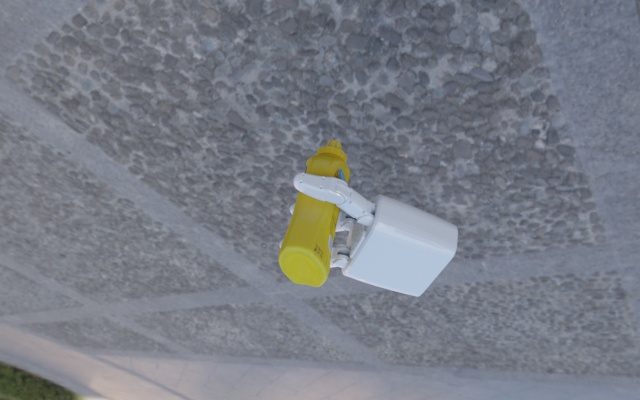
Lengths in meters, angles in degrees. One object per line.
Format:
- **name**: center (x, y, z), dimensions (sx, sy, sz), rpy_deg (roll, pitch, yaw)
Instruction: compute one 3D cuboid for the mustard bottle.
- **mustard bottle**: center (0.000, 0.002, 0.592), dimensions (0.058, 0.191, 0.096), rpy_deg (7, -33, 12)
